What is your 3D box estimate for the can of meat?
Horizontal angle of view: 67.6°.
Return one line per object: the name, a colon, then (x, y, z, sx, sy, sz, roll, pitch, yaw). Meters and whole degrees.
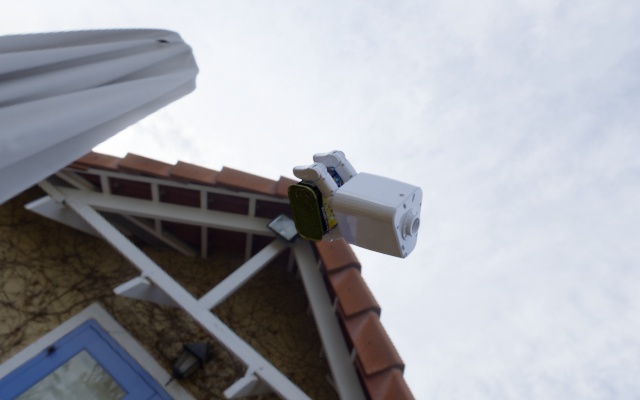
can of meat: (0.000, 0.002, 0.782, 0.057, 0.102, 0.084, 12, 35, 37)
